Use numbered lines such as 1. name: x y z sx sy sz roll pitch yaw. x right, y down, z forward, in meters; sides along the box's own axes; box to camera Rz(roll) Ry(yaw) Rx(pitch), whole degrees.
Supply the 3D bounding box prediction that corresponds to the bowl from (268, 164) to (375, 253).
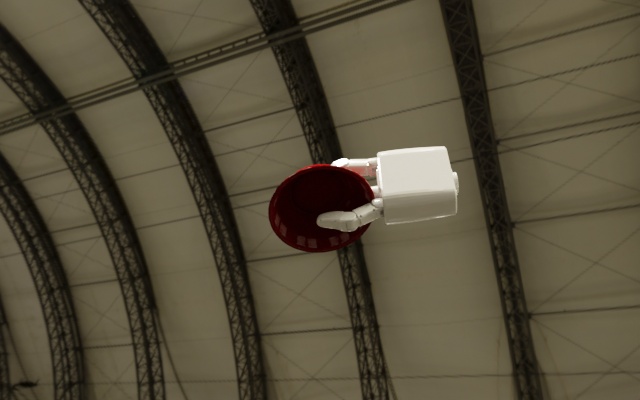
1. bowl: -0.001 0.002 0.730 0.162 0.162 0.055 0 35 -9
